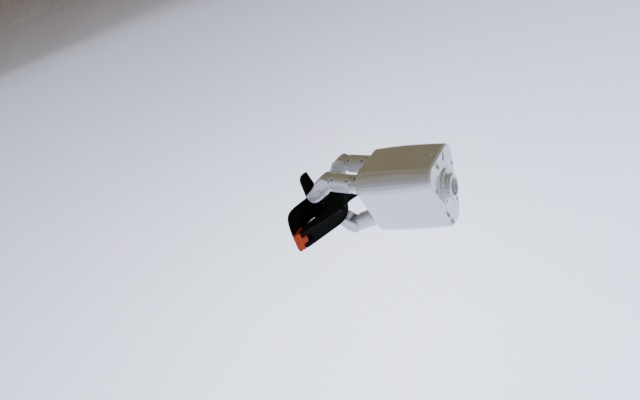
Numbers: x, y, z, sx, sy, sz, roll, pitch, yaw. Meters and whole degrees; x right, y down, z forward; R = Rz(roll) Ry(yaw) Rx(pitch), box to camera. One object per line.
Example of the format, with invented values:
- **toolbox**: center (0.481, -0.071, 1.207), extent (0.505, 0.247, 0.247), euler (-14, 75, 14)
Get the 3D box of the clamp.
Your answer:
- **clamp**: center (0.000, 0.003, 0.738), extent (0.164, 0.036, 0.210), euler (-4, 32, 35)
